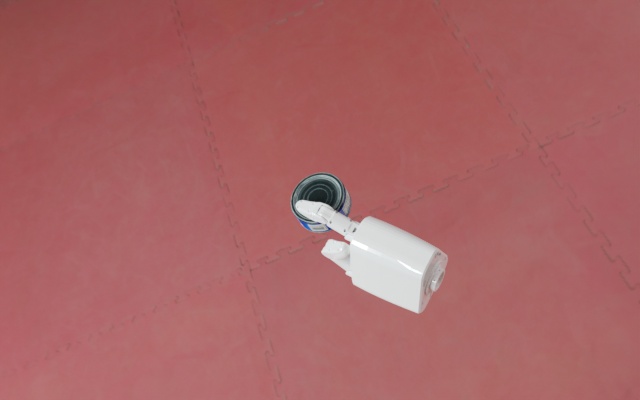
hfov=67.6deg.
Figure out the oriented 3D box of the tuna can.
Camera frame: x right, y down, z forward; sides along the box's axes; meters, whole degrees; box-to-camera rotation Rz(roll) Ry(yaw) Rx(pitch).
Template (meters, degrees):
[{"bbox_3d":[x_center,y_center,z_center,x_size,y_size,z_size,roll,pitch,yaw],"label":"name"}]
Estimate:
[{"bbox_3d":[0.000,0.002,0.701,0.086,0.086,0.034,0,-27,21],"label":"tuna can"}]
